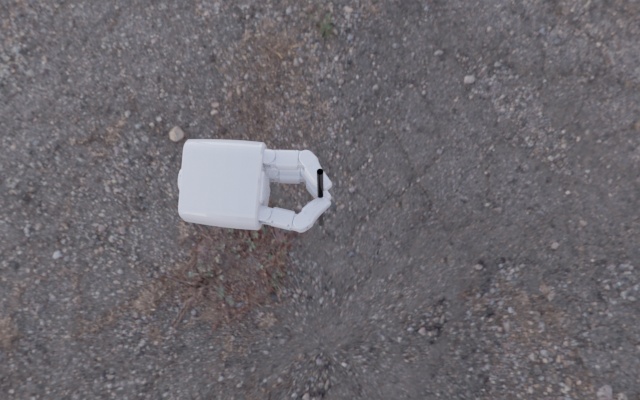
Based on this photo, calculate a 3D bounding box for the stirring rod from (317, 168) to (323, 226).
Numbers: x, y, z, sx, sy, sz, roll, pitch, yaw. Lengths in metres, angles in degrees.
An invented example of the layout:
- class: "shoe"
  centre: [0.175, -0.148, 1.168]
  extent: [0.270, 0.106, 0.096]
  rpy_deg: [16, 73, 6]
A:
- class: "stirring rod"
  centre: [0.000, 0.002, 0.668]
  extent: [0.011, 0.011, 0.240]
  rpy_deg: [0, -17, 0]
